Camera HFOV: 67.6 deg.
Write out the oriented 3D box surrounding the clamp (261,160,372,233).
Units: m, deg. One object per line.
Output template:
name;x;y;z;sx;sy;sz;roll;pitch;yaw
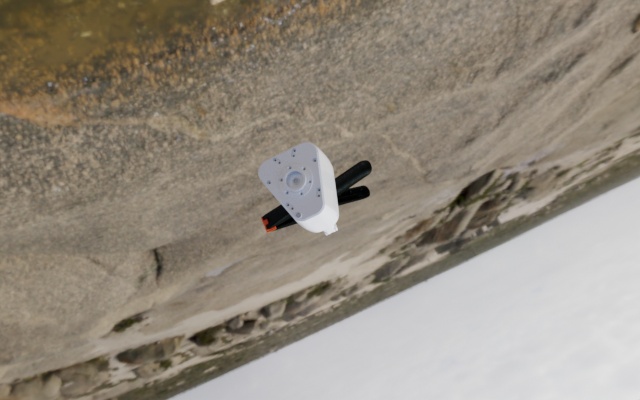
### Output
clamp;0.000;0.004;0.839;0.210;0.036;0.164;-26;-16;5
